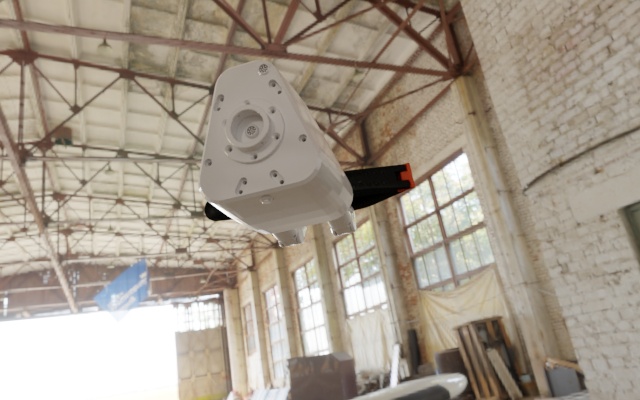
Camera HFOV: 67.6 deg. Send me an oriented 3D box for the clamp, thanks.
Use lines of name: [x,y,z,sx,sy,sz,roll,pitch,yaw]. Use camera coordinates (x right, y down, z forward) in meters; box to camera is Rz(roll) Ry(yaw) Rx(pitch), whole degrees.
clamp: [0.000,0.001,0.535,0.210,0.036,0.164,-14,-14,10]
